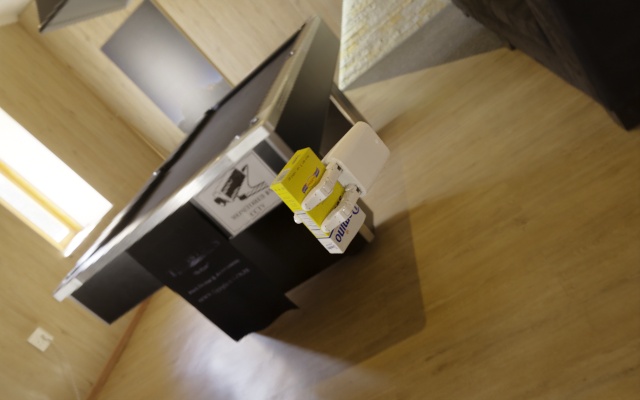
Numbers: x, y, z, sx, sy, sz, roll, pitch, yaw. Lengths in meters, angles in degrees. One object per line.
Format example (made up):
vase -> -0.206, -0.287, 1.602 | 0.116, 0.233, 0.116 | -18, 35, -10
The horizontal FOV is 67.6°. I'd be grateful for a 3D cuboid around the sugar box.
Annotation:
sugar box -> 0.000, 0.003, 0.847 | 0.176, 0.093, 0.048 | 47, -29, -21
